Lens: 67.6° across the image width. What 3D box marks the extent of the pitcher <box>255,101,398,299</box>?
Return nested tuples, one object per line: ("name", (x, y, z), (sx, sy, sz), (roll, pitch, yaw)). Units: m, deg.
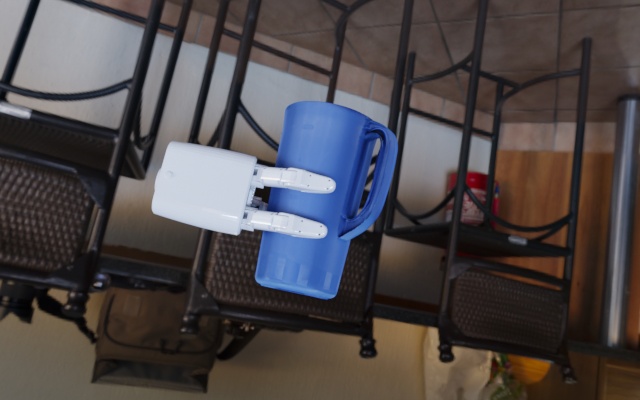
("pitcher", (0.000, 0.002, 0.628), (0.145, 0.242, 0.149), (14, -11, -8))
